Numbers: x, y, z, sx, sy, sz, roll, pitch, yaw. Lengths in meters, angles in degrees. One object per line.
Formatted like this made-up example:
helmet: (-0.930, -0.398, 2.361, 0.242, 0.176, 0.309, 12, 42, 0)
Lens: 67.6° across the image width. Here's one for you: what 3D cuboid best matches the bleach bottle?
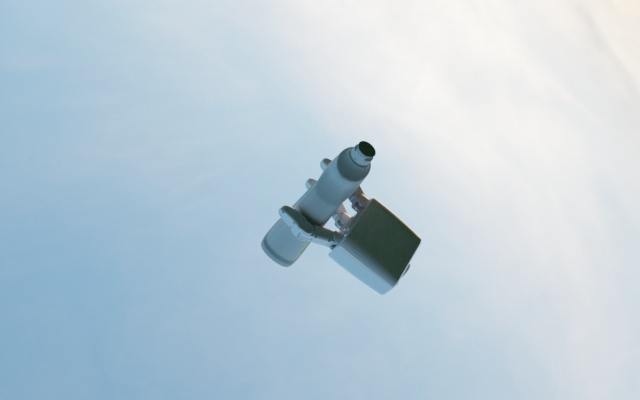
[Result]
bleach bottle: (0.000, 0.002, 0.725, 0.251, 0.068, 0.102, -49, 3, 44)
